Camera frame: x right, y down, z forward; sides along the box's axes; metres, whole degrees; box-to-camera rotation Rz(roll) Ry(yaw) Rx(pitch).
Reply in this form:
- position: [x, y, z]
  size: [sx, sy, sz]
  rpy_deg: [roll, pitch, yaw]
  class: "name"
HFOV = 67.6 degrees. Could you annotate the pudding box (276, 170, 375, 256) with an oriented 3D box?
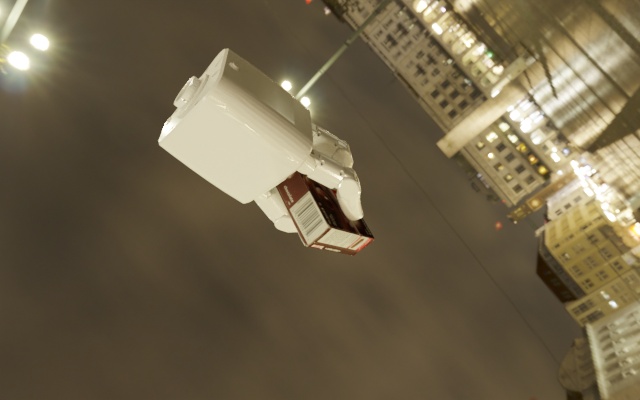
- position: [0.000, 0.002, 0.520]
  size: [0.039, 0.113, 0.090]
  rpy_deg: [-40, -31, 23]
  class: "pudding box"
